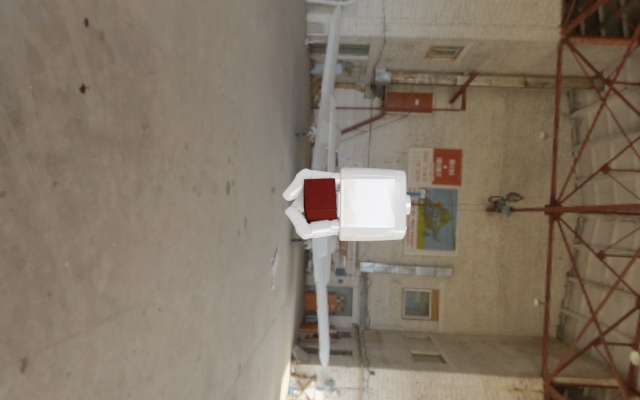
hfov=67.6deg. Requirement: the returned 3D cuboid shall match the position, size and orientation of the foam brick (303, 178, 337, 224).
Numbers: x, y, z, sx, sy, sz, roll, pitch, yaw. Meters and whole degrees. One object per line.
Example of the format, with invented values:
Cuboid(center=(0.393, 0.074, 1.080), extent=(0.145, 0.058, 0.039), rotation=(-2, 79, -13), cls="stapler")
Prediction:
Cuboid(center=(0.000, 0.002, 0.765), extent=(0.051, 0.053, 0.078), rotation=(-1, -20, 1), cls="foam brick")
